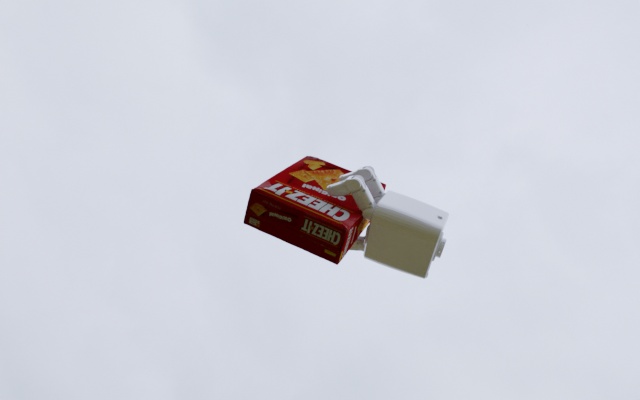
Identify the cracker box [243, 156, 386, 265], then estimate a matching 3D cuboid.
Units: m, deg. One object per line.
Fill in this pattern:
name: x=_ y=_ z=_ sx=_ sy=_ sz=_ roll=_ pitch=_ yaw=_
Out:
cracker box: x=0.000 y=0.003 z=0.793 sx=0.164 sy=0.072 sz=0.213 roll=22 pitch=26 yaw=15
